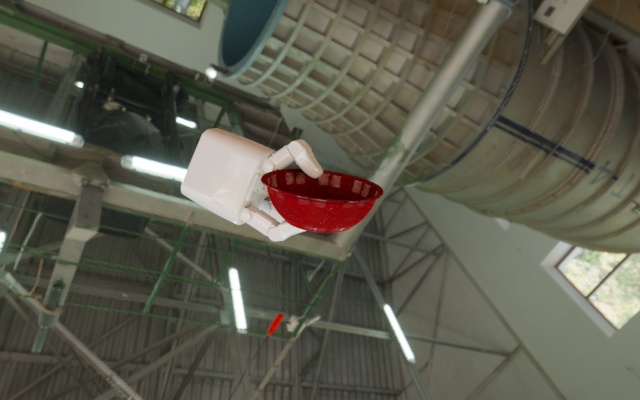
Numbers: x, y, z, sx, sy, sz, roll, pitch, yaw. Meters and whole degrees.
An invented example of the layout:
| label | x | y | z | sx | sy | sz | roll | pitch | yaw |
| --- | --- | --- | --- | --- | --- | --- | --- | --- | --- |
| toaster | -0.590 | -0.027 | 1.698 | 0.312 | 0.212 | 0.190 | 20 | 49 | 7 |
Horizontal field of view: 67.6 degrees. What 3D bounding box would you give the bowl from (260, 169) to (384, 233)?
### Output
| label | x | y | z | sx | sy | sz | roll | pitch | yaw |
| --- | --- | --- | --- | --- | --- | --- | --- | --- | --- |
| bowl | 0.001 | 0.003 | 0.633 | 0.162 | 0.055 | 0.162 | 6 | 15 | -2 |
